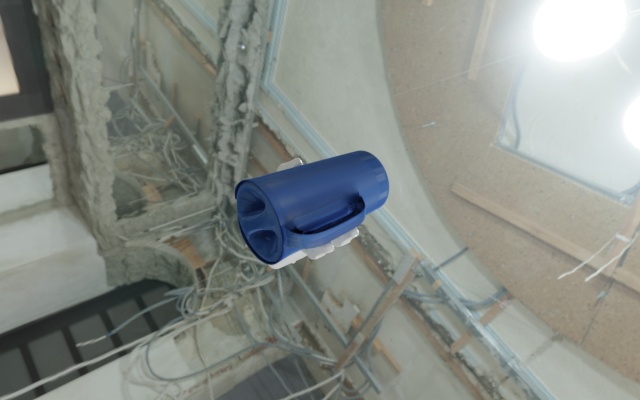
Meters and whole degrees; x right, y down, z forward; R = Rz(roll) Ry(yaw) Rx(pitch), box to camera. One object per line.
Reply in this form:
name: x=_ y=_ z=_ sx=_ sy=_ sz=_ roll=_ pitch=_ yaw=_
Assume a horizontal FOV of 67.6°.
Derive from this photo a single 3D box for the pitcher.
pitcher: x=0.000 y=0.003 z=0.761 sx=0.243 sy=0.149 sz=0.145 roll=-22 pitch=-16 yaw=-34
